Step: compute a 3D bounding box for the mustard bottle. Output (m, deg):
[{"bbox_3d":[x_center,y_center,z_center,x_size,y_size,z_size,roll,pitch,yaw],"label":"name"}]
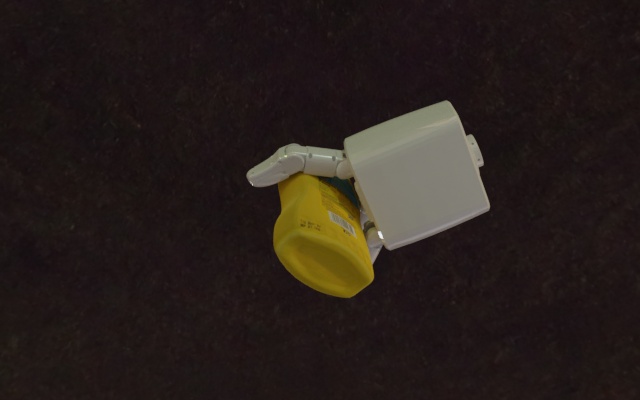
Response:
[{"bbox_3d":[0.000,0.002,0.481,0.096,0.058,0.191,34,27,-24],"label":"mustard bottle"}]
